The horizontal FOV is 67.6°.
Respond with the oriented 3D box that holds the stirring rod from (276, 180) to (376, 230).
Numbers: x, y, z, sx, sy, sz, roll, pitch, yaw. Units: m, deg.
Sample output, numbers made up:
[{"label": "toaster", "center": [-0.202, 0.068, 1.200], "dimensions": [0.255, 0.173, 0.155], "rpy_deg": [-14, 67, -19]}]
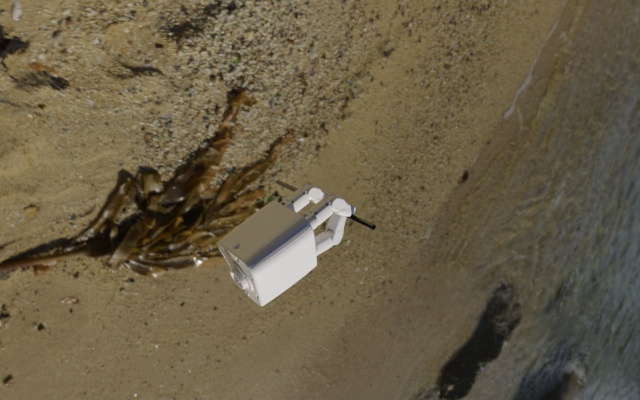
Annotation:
[{"label": "stirring rod", "center": [0.000, 0.003, 0.774], "dimensions": [0.011, 0.011, 0.239], "rpy_deg": [0, 18, -42]}]
